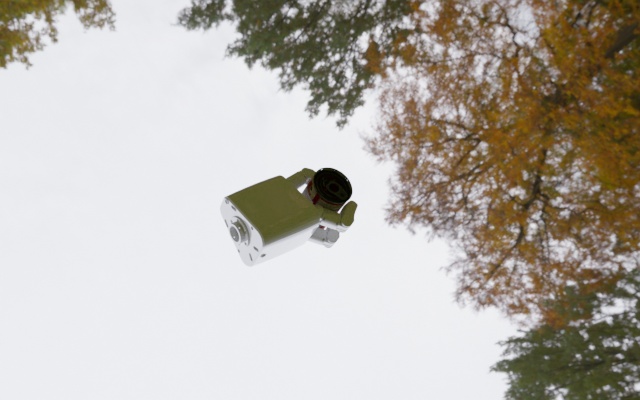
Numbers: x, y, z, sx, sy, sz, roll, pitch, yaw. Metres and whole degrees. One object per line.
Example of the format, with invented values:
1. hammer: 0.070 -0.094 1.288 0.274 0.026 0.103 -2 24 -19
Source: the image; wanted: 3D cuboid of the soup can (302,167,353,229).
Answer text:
1. soup can: 0.000 0.002 0.780 0.068 0.068 0.102 0 -32 -28
